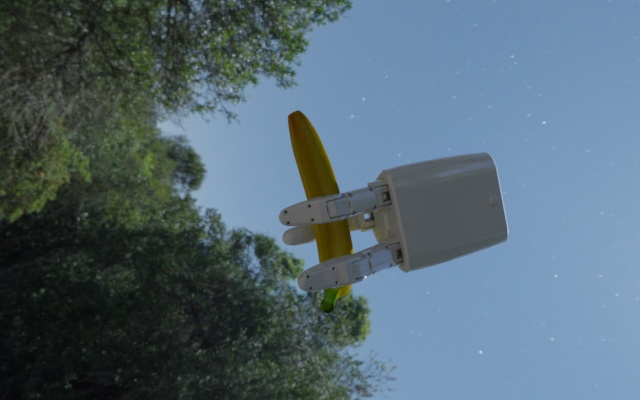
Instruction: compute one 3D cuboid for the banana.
[{"bbox_3d":[0.004,0.009,0.473,0.037,0.197,0.070,-14,-15,7],"label":"banana"}]
